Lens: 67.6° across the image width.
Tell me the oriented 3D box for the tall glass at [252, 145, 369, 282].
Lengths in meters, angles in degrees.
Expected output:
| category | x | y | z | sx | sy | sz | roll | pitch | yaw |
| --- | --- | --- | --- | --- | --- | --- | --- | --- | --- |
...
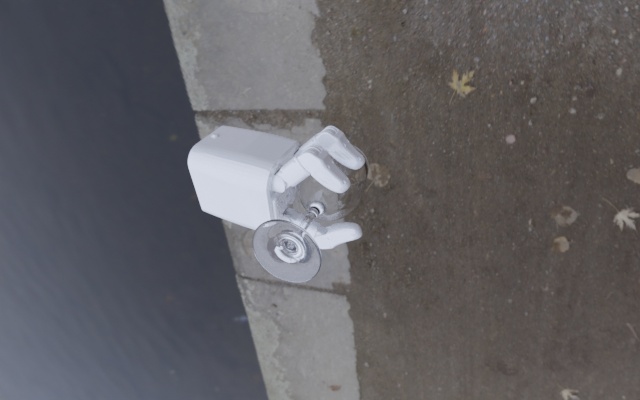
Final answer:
| category | x | y | z | sx | sy | sz | roll | pitch | yaw |
| --- | --- | --- | --- | --- | --- | --- | --- | --- | --- |
| tall glass | 0.000 | 0.002 | 0.545 | 0.079 | 0.079 | 0.201 | 0 | 29 | 24 |
